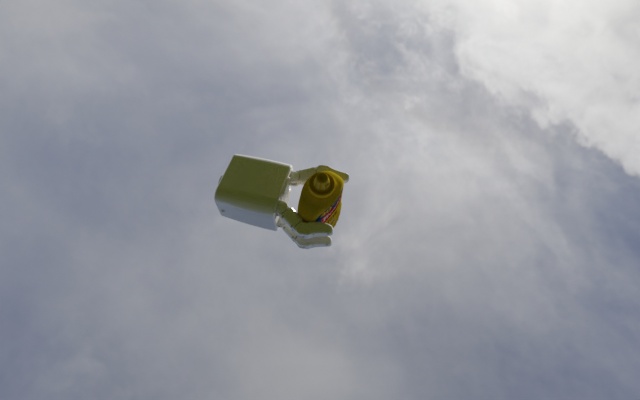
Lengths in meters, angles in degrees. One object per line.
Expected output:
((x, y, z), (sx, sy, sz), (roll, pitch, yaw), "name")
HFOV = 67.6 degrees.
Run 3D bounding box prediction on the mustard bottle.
((0.000, 0.003, 0.801), (0.058, 0.096, 0.192), (37, -19, 14), "mustard bottle")
